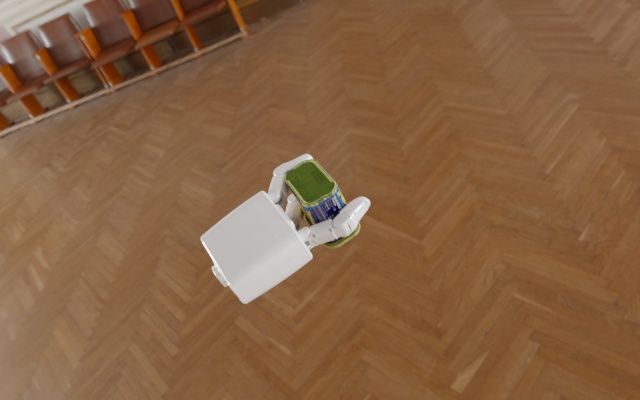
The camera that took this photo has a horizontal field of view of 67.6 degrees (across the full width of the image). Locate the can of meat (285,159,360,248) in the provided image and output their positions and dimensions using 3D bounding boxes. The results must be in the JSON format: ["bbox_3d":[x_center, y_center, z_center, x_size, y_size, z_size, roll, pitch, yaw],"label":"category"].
[{"bbox_3d":[0.000,0.002,0.653,0.057,0.084,0.102,-33,38,-5],"label":"can of meat"}]
